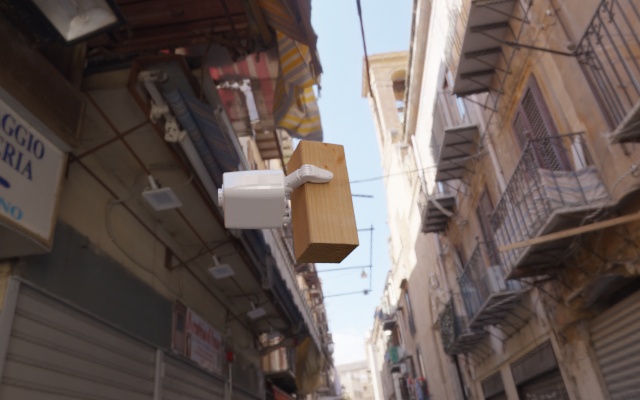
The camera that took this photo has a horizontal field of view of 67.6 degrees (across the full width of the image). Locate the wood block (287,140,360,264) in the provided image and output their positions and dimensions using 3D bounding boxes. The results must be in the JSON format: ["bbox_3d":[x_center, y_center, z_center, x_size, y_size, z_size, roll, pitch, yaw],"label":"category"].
[{"bbox_3d":[0.000,0.003,0.871,0.090,0.206,0.091,4,-30,-21],"label":"wood block"}]
